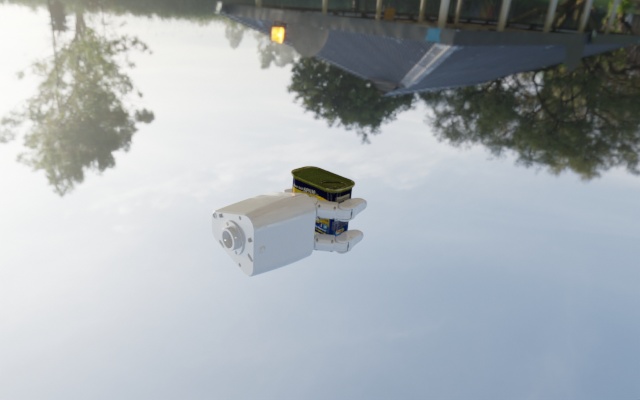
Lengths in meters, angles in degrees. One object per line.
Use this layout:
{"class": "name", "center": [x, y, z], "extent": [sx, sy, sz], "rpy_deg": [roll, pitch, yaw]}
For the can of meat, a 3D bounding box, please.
{"class": "can of meat", "center": [0.000, 0.003, 0.737], "extent": [0.102, 0.084, 0.057], "rpy_deg": [23, 29, 37]}
